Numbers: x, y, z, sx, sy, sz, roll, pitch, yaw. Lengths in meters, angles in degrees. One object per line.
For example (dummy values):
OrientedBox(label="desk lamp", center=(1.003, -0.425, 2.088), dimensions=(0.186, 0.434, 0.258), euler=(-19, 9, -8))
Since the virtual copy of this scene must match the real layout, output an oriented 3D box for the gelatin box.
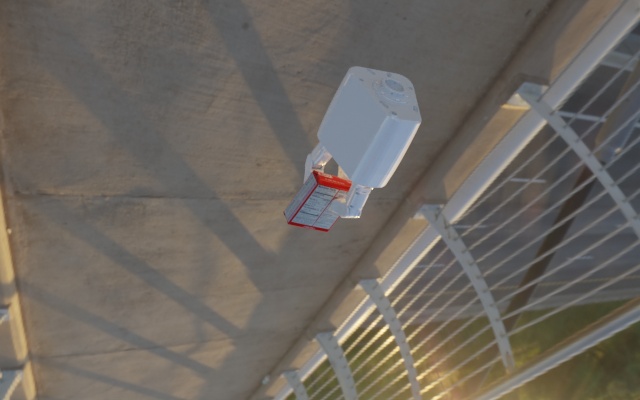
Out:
OrientedBox(label="gelatin box", center=(0.000, 0.003, 0.694), dimensions=(0.073, 0.089, 0.030), euler=(13, 37, -35))
